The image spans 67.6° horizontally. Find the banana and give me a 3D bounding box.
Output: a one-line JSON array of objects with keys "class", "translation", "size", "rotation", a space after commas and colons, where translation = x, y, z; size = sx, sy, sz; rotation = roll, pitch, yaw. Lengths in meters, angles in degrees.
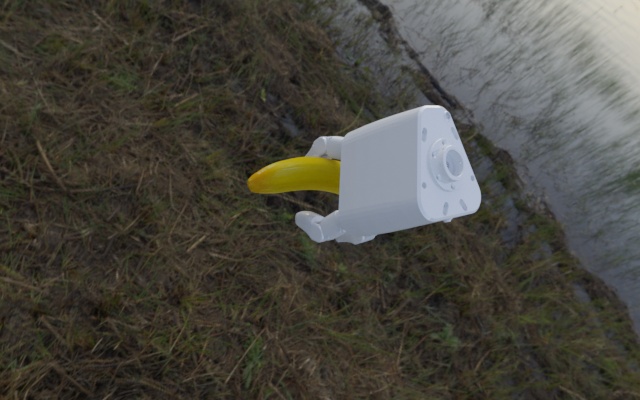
[{"class": "banana", "translation": [0.009, -0.015, 0.558], "size": [0.198, 0.069, 0.037], "rotation": [21, -2, -37]}]
